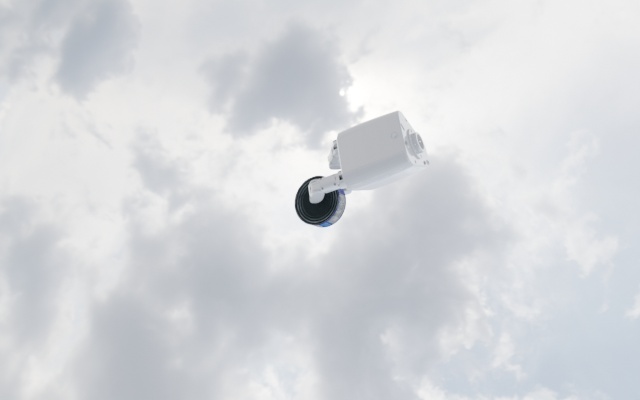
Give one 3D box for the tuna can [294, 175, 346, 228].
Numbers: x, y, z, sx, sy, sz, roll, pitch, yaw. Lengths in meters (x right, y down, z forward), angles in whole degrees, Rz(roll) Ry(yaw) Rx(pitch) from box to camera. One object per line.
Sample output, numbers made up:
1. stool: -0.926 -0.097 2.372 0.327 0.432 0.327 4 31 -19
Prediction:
1. tuna can: 0.000 0.003 0.814 0.086 0.086 0.034 0 -12 31
